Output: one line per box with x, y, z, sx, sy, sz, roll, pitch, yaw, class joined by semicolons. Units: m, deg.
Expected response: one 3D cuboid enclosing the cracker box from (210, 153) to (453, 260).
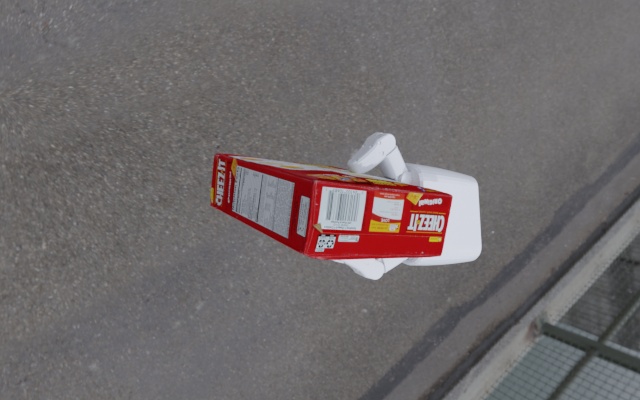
0.000;0.002;0.503;0.164;0.072;0.213;4;8;-35;cracker box
